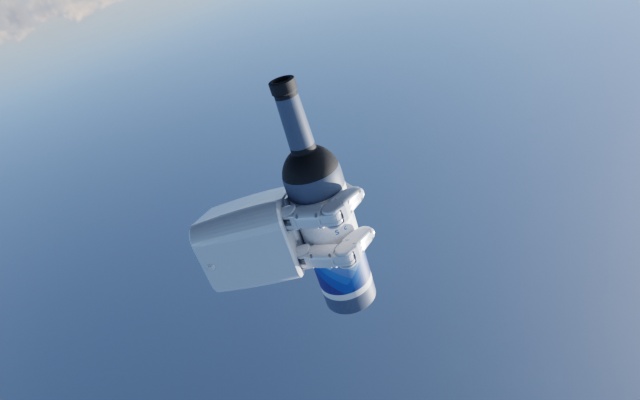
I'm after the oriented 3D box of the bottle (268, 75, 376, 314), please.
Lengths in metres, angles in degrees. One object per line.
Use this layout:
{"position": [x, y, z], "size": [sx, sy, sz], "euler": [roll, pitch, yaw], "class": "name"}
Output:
{"position": [0.000, 0.002, 0.548], "size": [0.069, 0.296, 0.069], "euler": [-13, 30, 8], "class": "bottle"}
